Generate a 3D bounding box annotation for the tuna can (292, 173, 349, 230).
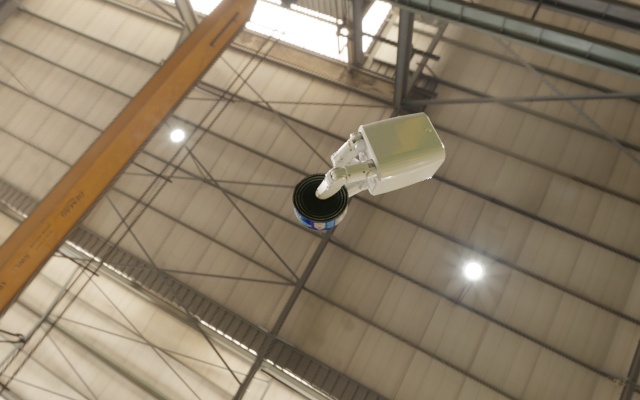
[{"bbox_3d":[0.000,0.003,0.738,0.086,0.086,0.034,0,-30,0],"label":"tuna can"}]
